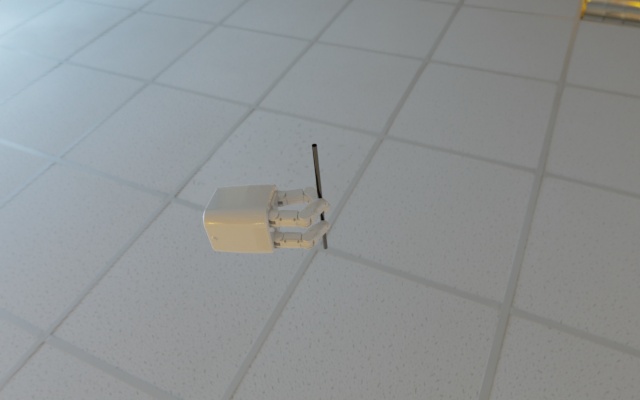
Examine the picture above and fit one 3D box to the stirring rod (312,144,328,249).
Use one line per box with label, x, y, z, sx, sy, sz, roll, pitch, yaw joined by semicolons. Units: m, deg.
stirring rod;0.000;0.002;0.783;0.011;0.011;0.240;0;-44;6
